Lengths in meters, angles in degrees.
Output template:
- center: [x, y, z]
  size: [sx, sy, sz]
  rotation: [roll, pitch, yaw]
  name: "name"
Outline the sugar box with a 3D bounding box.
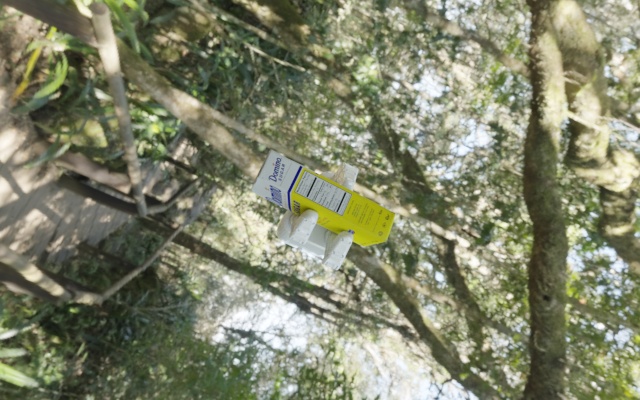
- center: [0.000, 0.003, 0.615]
  size: [0.176, 0.048, 0.093]
  rotation: [24, -15, -8]
  name: "sugar box"
